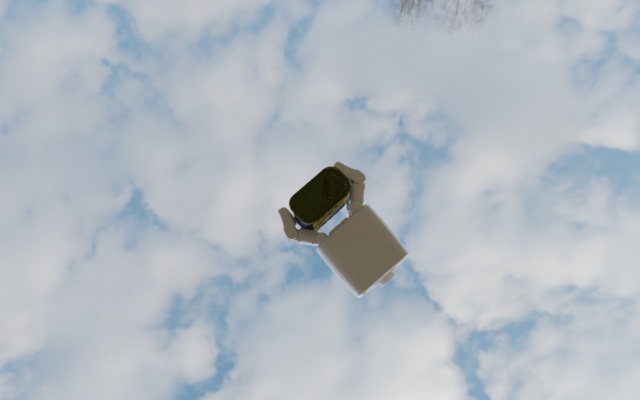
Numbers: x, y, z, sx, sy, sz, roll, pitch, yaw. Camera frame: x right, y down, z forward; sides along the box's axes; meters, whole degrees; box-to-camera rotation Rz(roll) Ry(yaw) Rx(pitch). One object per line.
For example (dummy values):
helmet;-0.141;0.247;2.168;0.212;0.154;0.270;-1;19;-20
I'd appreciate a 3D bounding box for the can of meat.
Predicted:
can of meat;0.000;0.003;0.787;0.102;0.057;0.084;-41;-13;-11
